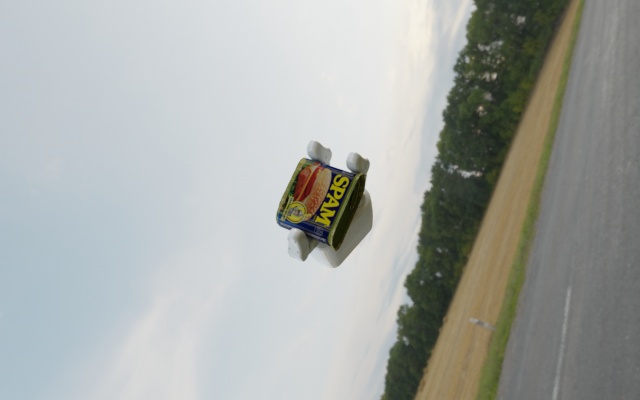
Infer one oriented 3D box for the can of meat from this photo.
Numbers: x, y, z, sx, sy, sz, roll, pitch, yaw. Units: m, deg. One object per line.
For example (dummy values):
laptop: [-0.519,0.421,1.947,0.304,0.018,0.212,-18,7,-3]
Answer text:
can of meat: [0.000,0.002,0.618,0.084,0.102,0.057,20,-16,18]
